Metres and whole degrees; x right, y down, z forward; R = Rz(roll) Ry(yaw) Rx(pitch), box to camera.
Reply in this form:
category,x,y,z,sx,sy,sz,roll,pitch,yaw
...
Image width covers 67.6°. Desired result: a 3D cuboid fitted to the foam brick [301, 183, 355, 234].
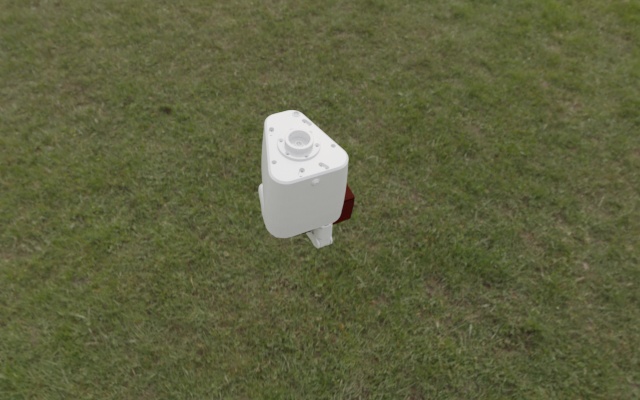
category,x,y,z,sx,sy,sz,roll,pitch,yaw
foam brick,0.000,0.002,0.651,0.078,0.053,0.051,-18,-33,-18
